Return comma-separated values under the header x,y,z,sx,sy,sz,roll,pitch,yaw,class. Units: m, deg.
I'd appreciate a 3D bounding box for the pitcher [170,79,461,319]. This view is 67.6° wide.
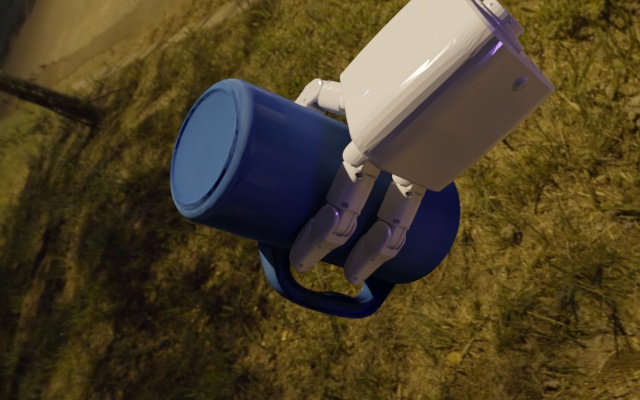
x,y,z,sx,sy,sz,roll,pitch,yaw,class
0.000,0.001,0.414,0.243,0.149,0.145,19,-49,-40,pitcher
